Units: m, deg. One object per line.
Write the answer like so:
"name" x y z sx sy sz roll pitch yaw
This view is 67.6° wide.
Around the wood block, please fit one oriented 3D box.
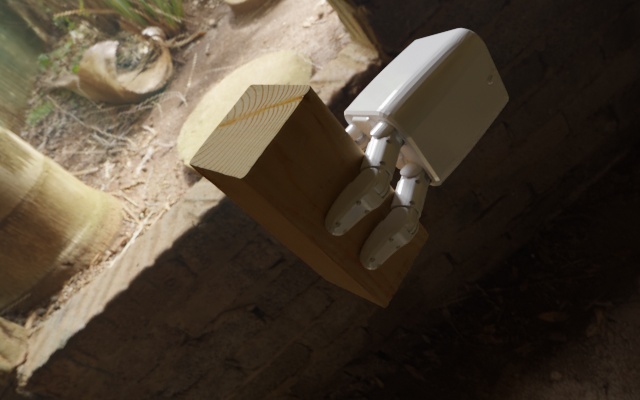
"wood block" 0.000 0.001 0.430 0.091 0.090 0.206 17 -22 49
